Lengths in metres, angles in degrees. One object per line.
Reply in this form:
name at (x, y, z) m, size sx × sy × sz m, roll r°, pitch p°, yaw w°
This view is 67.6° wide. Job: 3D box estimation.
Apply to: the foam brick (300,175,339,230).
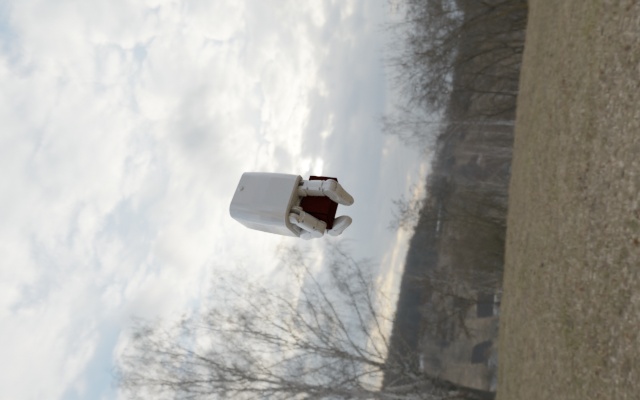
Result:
foam brick at (0.000, 0.003, 0.822) m, size 0.051 × 0.078 × 0.053 m, roll 6°, pitch -33°, yaw 16°
